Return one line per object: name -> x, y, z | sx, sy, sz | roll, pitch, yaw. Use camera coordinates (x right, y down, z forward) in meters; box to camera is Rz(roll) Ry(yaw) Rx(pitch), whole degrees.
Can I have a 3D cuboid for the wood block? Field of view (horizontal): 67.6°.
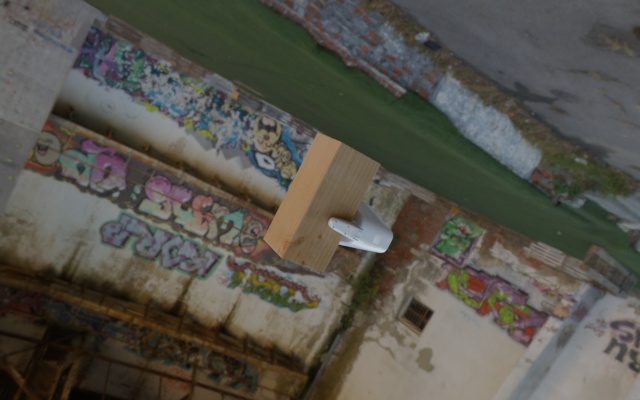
wood block -> 0.001, 0.003, 0.803 | 0.090, 0.206, 0.090 | 24, 5, -33
